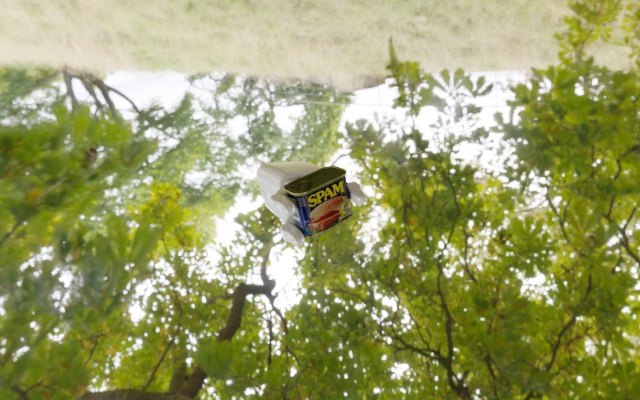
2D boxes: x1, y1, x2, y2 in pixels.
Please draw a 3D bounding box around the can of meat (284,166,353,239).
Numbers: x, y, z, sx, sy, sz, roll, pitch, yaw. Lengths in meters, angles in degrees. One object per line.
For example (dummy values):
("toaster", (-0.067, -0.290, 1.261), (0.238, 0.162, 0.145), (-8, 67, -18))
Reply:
("can of meat", (0.000, 0.003, 0.769), (0.102, 0.084, 0.057), (-26, 28, -26))
